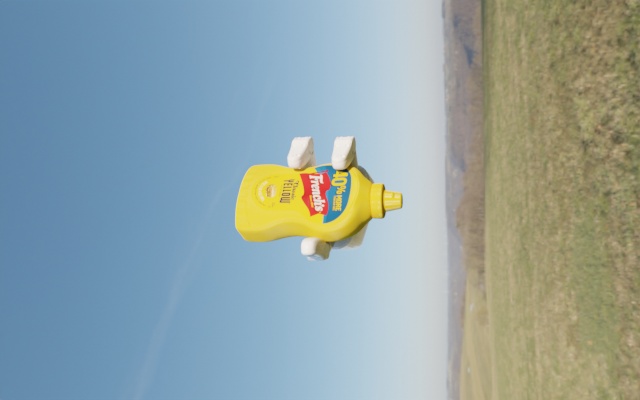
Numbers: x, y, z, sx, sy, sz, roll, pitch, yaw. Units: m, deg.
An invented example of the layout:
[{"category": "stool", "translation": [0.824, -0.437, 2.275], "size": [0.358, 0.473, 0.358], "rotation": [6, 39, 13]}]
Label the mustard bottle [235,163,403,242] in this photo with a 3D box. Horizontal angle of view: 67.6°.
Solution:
[{"category": "mustard bottle", "translation": [0.000, 0.002, 0.564], "size": [0.191, 0.096, 0.058], "rotation": [0, -33, 15]}]
